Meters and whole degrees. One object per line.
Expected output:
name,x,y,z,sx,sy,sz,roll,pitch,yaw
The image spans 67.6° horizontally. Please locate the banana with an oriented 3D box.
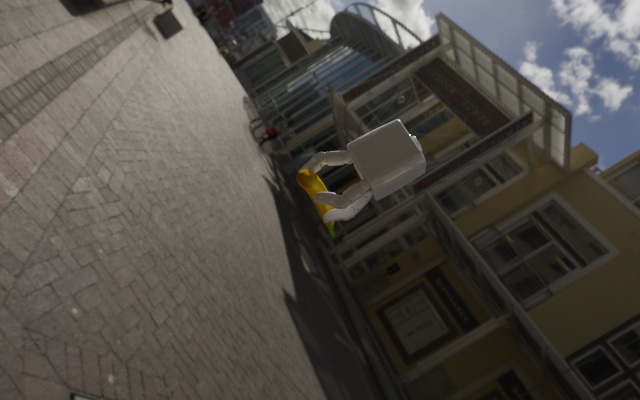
banana,-0.004,-0.008,0.895,0.037,0.069,0.198,-25,-41,5
